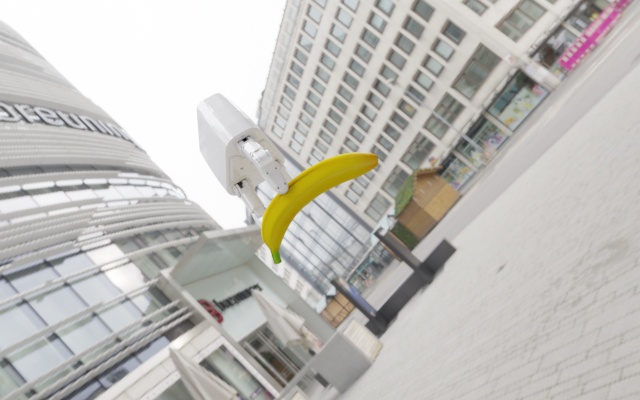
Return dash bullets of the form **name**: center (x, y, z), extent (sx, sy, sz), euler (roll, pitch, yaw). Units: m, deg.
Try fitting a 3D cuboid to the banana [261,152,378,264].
- **banana**: center (-0.014, -0.006, 0.622), extent (0.070, 0.198, 0.037), euler (40, 10, -34)
